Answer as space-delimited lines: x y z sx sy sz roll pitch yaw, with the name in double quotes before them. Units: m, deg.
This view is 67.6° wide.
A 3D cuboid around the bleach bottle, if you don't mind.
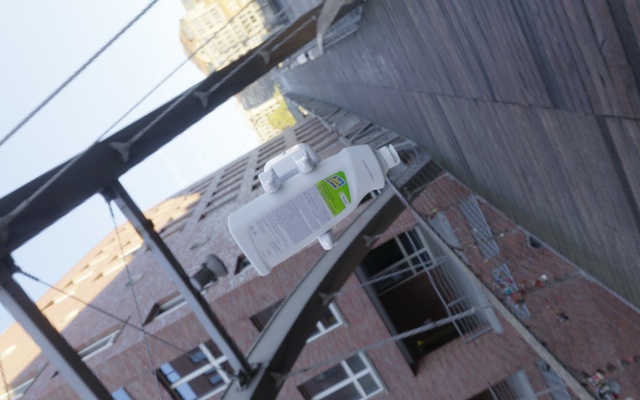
"bleach bottle" 0.000 0.002 0.677 0.251 0.103 0.068 -30 25 3
